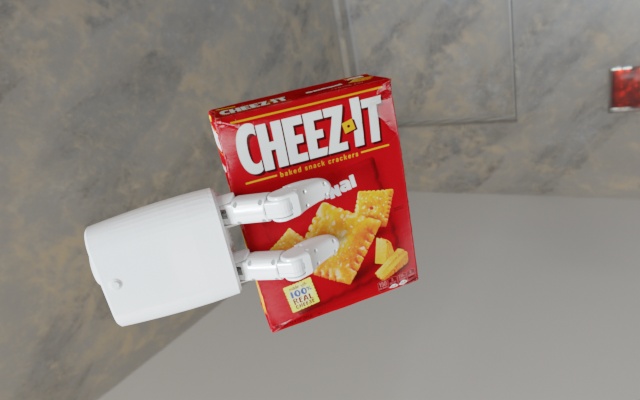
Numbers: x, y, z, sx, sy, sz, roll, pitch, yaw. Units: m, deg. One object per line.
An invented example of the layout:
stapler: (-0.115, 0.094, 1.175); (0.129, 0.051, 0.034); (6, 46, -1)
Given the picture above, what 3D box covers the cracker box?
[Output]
cracker box: (0.000, 0.002, 0.467); (0.164, 0.214, 0.072); (-16, 21, -12)
